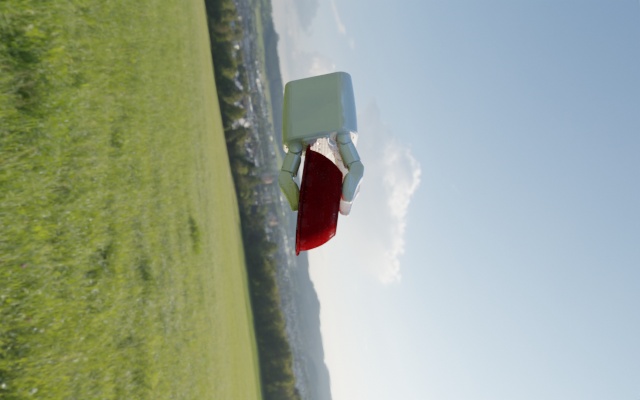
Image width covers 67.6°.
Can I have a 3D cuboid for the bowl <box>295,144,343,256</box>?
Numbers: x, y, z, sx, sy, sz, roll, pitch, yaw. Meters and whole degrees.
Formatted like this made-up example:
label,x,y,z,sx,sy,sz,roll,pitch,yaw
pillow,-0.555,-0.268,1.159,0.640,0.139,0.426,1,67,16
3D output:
label,x,y,z,sx,sy,sz,roll,pitch,yaw
bowl,0.000,0.004,0.688,0.055,0.162,0.162,7,0,1
